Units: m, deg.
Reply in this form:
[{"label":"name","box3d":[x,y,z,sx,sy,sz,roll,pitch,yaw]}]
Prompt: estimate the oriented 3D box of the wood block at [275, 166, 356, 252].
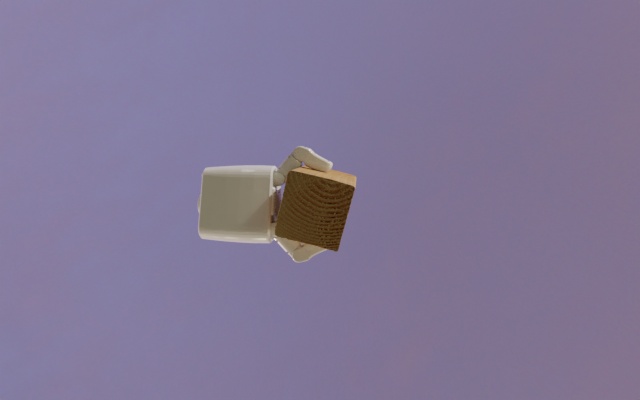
[{"label":"wood block","box3d":[0.000,0.002,0.712,0.090,0.091,0.206,14,8,3]}]
